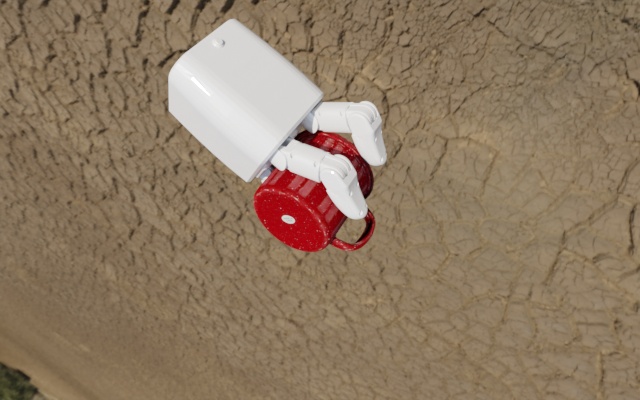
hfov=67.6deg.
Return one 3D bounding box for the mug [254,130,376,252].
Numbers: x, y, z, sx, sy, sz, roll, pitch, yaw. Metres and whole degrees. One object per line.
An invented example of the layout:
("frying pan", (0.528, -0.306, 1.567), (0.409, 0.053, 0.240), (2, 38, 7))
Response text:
("mug", (0.001, 0.003, 0.449), (0.117, 0.081, 0.093), (41, -35, -6))
